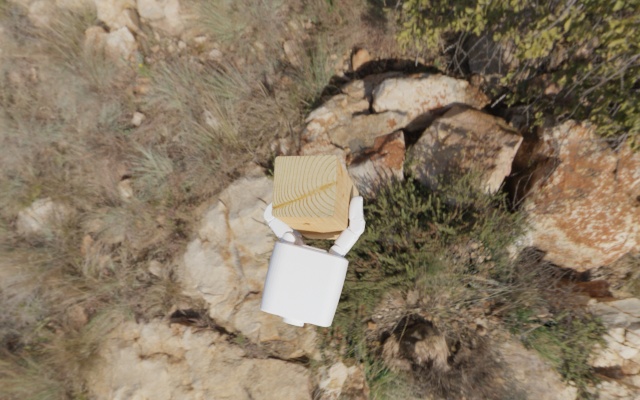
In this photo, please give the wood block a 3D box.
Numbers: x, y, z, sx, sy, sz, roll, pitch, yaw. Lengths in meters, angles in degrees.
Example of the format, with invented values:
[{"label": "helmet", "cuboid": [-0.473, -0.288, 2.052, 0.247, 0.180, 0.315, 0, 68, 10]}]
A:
[{"label": "wood block", "cuboid": [0.000, 0.003, 0.753, 0.091, 0.090, 0.206, 0, -13, 13]}]
